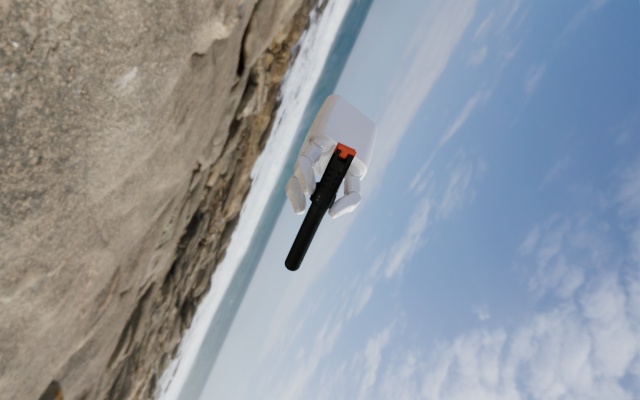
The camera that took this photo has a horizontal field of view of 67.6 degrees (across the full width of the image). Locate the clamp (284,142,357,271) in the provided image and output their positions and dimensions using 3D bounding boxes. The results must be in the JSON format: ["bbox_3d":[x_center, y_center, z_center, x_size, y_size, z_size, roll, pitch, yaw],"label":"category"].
[{"bbox_3d":[0.001,0.002,0.707,0.036,0.164,0.210,23,-37,-4],"label":"clamp"}]
